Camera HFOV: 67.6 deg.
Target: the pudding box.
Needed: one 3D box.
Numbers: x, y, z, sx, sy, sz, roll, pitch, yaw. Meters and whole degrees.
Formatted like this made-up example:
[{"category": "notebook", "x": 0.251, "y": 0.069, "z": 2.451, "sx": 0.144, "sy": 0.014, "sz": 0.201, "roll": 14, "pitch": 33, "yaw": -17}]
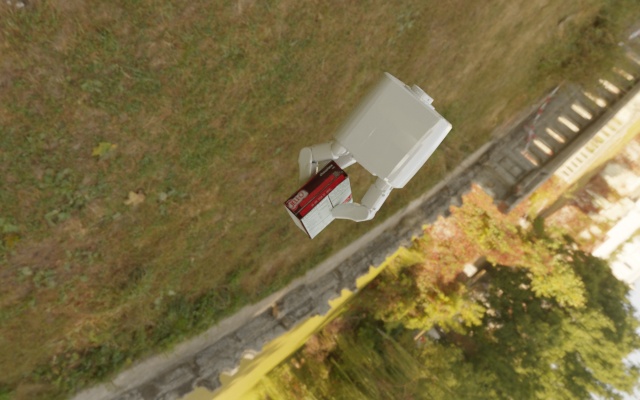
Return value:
[{"category": "pudding box", "x": 0.000, "y": 0.002, "z": 0.673, "sx": 0.090, "sy": 0.039, "sz": 0.113, "roll": -41, "pitch": -20, "yaw": -7}]
